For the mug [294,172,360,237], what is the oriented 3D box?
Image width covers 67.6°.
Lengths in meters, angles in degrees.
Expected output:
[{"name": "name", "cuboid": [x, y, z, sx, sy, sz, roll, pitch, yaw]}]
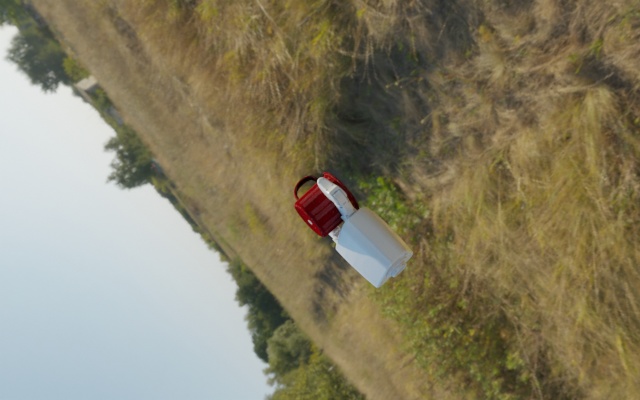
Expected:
[{"name": "mug", "cuboid": [-0.001, 0.002, 0.850, 0.117, 0.081, 0.093, 44, -12, 20]}]
